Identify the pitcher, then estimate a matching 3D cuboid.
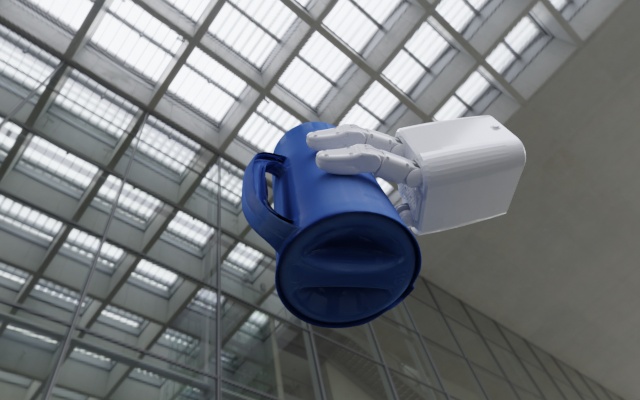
[{"bbox_3d":[0.000,0.002,0.514,0.145,0.149,0.242,-13,33,-3],"label":"pitcher"}]
